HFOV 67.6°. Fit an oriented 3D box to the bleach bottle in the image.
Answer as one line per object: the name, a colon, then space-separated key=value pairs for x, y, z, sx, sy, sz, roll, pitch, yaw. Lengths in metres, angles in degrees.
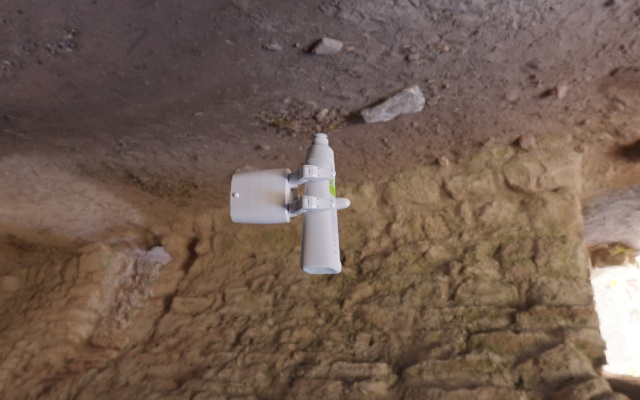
bleach bottle: x=0.000 y=0.003 z=0.870 sx=0.068 sy=0.250 sz=0.102 roll=-2 pitch=-15 yaw=9
